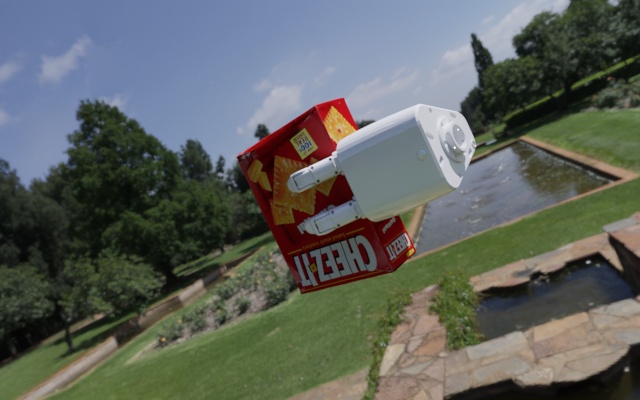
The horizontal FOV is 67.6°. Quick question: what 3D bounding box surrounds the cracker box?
[{"bbox_3d":[0.000,0.002,0.615,0.164,0.214,0.072,-23,3,42],"label":"cracker box"}]
